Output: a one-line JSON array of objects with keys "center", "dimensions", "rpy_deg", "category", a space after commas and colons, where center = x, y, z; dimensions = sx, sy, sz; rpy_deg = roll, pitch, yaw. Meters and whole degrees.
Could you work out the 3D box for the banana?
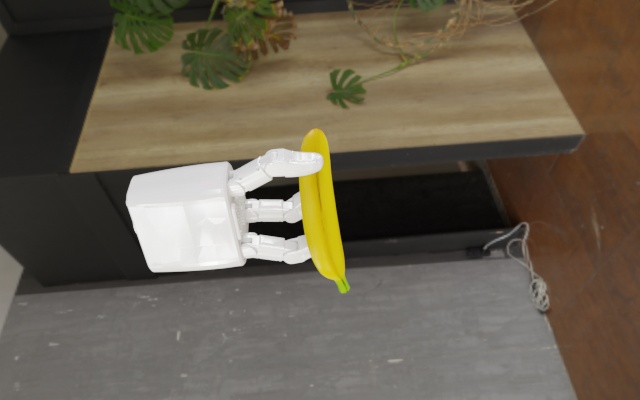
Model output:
[{"center": [-0.002, -0.001, 0.517], "dimensions": [0.037, 0.197, 0.070], "rpy_deg": [-9, -20, 4], "category": "banana"}]
